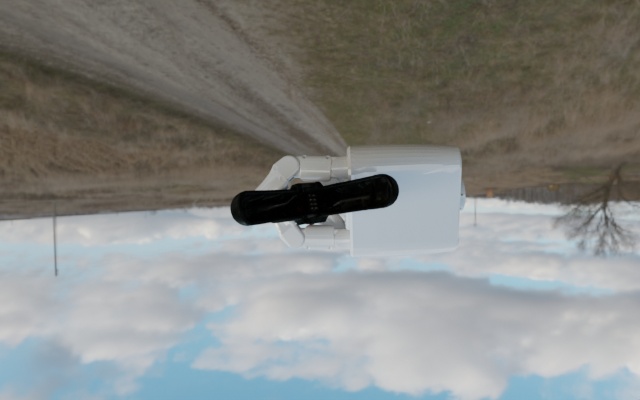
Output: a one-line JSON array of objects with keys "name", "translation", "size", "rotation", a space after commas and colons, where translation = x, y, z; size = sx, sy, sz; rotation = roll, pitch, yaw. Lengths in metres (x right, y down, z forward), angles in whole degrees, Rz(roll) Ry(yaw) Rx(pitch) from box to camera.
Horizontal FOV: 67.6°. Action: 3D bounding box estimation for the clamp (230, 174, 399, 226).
[{"name": "clamp", "translation": [0.000, 0.002, 0.407], "size": [0.120, 0.039, 0.171], "rotation": [-2, 0, 3]}]
